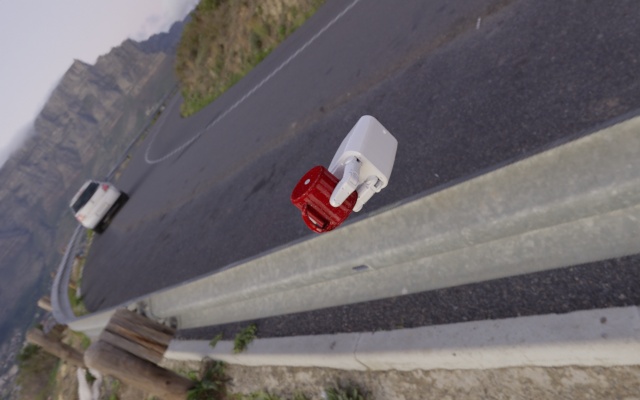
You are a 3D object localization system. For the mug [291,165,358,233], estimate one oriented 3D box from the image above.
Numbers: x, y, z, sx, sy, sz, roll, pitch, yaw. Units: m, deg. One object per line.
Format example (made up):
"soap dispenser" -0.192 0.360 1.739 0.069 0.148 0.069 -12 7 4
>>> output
"mug" -0.001 0.004 0.812 0.081 0.117 0.093 40 -42 -20
